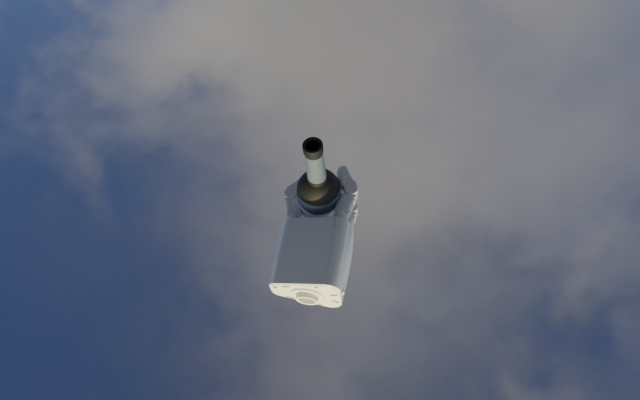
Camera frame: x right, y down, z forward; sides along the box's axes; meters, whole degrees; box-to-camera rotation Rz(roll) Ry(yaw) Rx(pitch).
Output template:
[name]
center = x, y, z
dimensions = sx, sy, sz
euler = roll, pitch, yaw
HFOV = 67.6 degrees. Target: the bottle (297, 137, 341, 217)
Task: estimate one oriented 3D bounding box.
[bottle]
center = 0.000, 0.002, 0.746
dimensions = 0.069, 0.069, 0.296
euler = 0, -31, 5
